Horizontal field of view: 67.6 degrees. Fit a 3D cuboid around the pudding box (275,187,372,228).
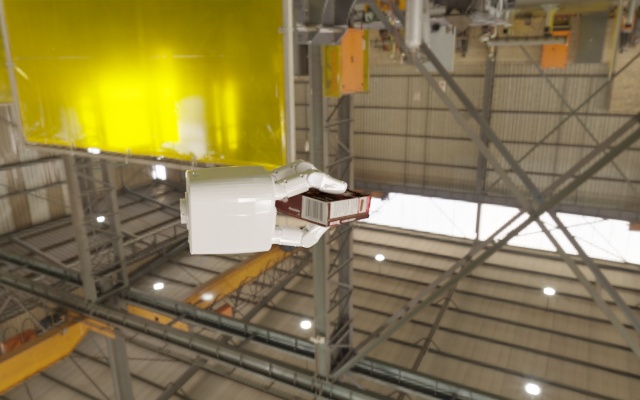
[{"bbox_3d":[0.000,0.002,0.666,0.113,0.039,0.090,18,20,42],"label":"pudding box"}]
